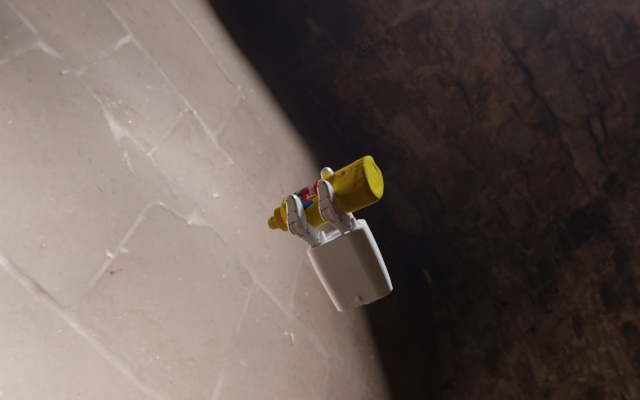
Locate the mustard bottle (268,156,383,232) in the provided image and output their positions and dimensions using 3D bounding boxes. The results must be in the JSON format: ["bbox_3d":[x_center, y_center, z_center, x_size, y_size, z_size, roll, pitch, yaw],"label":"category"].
[{"bbox_3d":[0.000,0.002,0.731,0.192,0.058,0.096,-25,25,23],"label":"mustard bottle"}]
